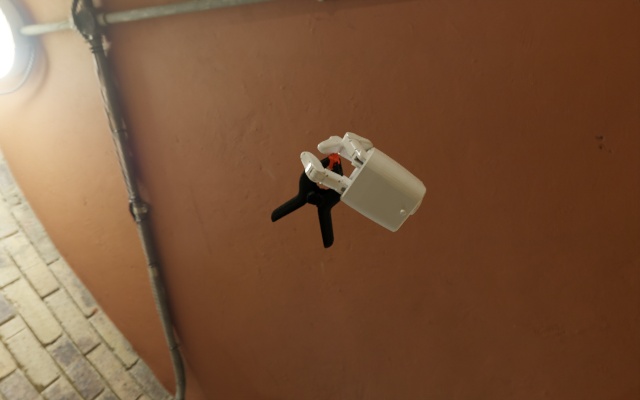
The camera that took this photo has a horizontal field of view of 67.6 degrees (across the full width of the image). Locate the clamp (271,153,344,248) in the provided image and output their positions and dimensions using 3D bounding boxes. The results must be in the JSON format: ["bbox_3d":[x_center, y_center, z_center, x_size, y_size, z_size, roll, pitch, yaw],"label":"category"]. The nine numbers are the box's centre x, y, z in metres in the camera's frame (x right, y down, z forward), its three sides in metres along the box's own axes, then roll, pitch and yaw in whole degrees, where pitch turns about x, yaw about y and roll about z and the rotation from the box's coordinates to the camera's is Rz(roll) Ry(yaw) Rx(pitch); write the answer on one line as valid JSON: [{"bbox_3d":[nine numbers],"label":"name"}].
[{"bbox_3d":[0.000,0.002,0.820,0.120,0.171,0.039,31,30,-7],"label":"clamp"}]
